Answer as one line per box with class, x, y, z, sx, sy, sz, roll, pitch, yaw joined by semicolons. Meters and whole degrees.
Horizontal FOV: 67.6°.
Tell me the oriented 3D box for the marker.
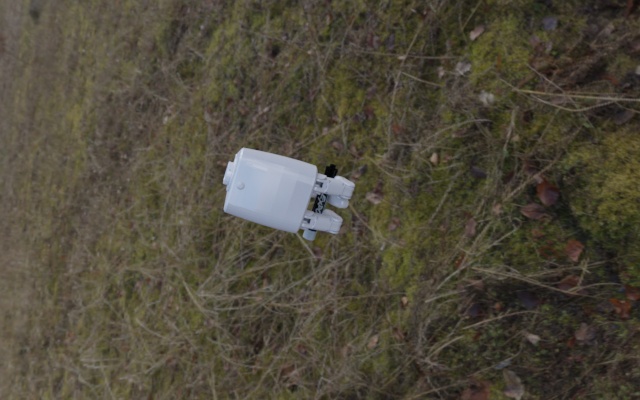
marker;0.000;0.002;0.724;0.020;0.121;0.020;18;13;-4
